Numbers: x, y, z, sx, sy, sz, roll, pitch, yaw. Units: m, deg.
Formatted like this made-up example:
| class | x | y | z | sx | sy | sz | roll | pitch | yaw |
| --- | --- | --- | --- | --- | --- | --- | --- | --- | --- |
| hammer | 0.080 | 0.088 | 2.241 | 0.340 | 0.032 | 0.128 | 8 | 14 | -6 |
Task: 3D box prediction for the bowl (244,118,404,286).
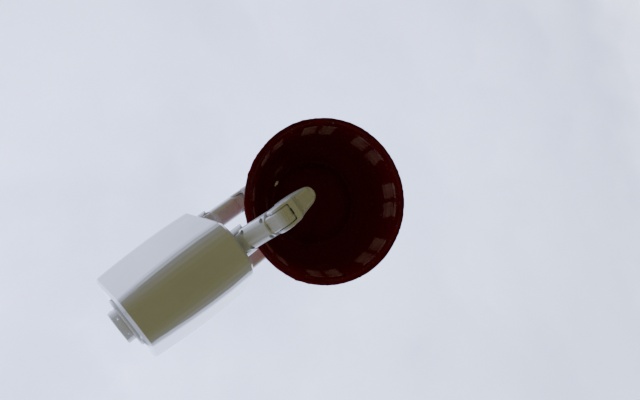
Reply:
| class | x | y | z | sx | sy | sz | roll | pitch | yaw |
| --- | --- | --- | --- | --- | --- | --- | --- | --- | --- |
| bowl | 0.001 | 0.001 | 0.482 | 0.162 | 0.162 | 0.055 | 0 | -2 | -17 |
